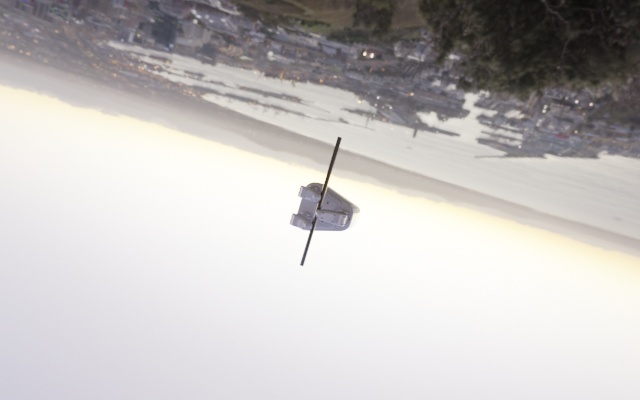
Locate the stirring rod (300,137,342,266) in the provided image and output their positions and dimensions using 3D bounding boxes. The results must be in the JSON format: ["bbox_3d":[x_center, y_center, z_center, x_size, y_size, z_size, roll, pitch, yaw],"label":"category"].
[{"bbox_3d":[0.000,0.003,0.854,0.011,0.239,0.011,17,4,-1],"label":"stirring rod"}]
